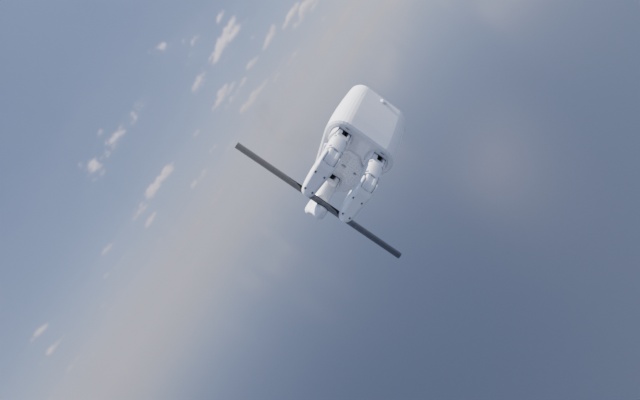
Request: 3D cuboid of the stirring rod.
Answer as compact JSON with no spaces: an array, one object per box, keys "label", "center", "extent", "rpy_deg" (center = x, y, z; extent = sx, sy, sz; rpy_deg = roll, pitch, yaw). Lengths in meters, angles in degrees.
[{"label":"stirring rod","center":[0.000,0.002,0.577],"extent":[0.239,0.011,0.011],"rpy_deg":[34,-6,-8]}]
